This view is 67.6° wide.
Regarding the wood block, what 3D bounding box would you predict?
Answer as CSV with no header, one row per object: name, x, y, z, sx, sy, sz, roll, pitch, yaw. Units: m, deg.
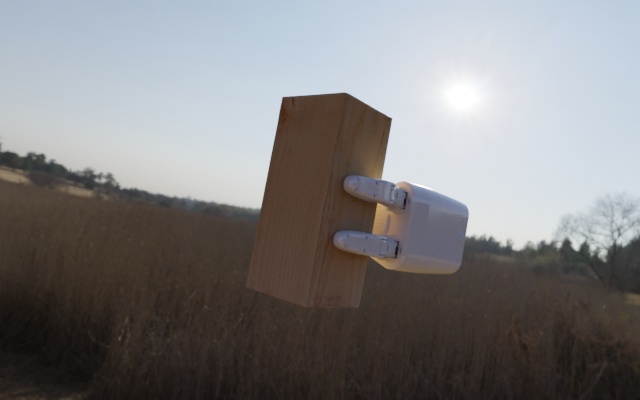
wood block,0.000,0.002,0.507,0.091,0.206,0.090,7,-5,42
